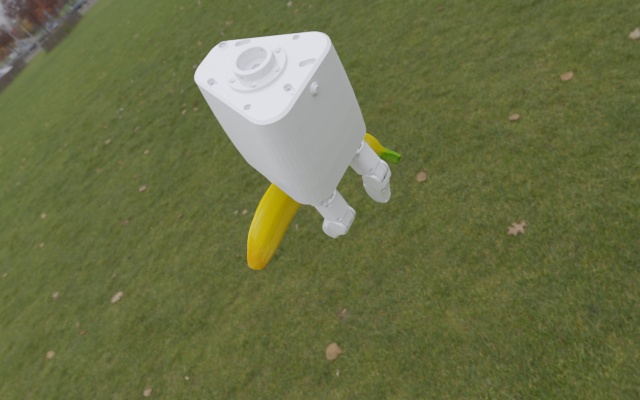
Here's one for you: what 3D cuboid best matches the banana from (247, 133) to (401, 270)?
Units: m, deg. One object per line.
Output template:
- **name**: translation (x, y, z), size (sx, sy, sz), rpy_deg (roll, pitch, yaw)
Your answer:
- **banana**: translation (-0.009, -0.014, 0.487), size (0.198, 0.069, 0.037), rpy_deg (-38, -14, -12)
